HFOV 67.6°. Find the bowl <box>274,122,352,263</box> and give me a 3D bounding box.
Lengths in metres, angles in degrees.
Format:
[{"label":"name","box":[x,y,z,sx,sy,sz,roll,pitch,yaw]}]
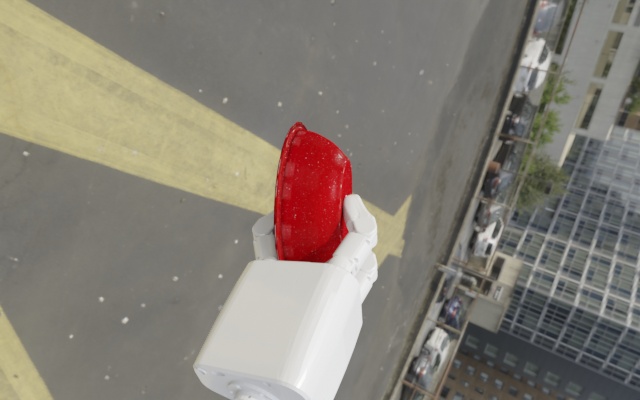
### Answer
[{"label":"bowl","box":[0.001,0.000,0.491,0.055,0.162,0.162,3,0,10]}]
